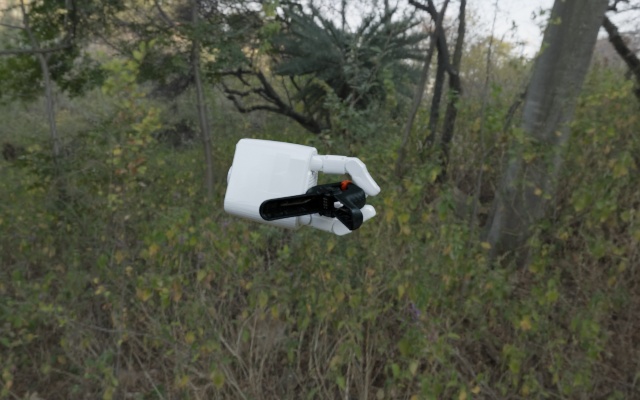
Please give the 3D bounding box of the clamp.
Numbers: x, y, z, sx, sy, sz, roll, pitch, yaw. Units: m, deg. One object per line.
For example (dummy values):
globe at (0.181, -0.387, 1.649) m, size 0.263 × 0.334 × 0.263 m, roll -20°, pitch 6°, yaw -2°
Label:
clamp at (0.000, 0.001, 0.592) m, size 0.120 × 0.039 × 0.171 m, roll 9°, pitch 11°, yaw 9°
